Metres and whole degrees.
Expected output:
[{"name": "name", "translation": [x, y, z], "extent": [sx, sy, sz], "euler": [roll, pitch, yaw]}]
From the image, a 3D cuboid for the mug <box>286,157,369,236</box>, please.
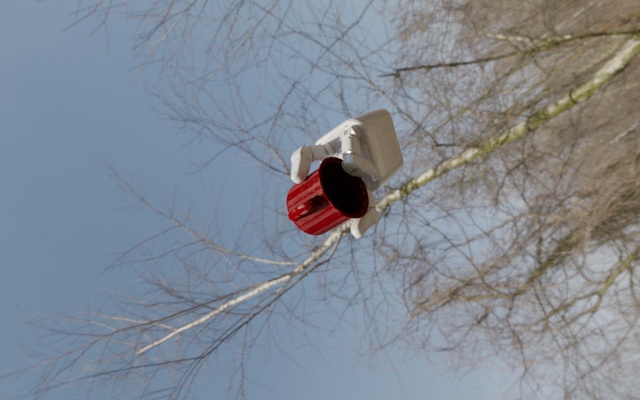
[{"name": "mug", "translation": [-0.001, 0.003, 0.656], "extent": [0.081, 0.093, 0.117], "euler": [-33, -1, 39]}]
